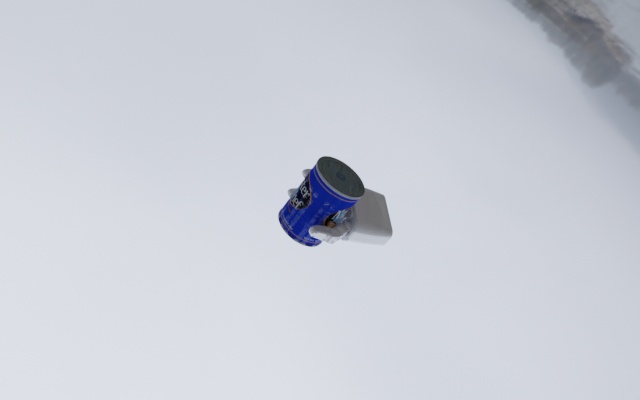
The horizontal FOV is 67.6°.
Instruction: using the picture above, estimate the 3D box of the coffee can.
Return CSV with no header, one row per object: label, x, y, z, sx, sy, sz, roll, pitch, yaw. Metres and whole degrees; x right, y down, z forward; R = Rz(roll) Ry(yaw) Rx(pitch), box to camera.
coffee can,0.000,0.003,0.884,0.103,0.102,0.140,0,-42,-47
